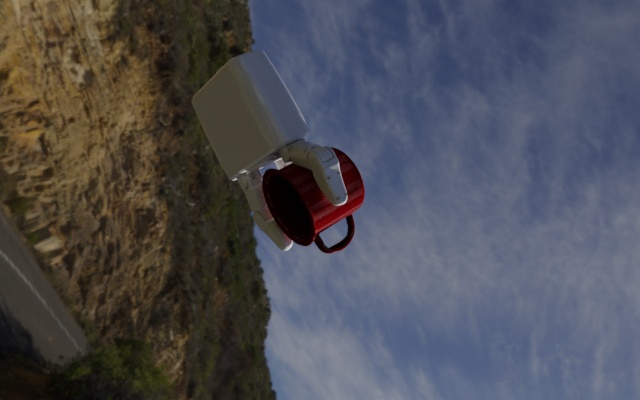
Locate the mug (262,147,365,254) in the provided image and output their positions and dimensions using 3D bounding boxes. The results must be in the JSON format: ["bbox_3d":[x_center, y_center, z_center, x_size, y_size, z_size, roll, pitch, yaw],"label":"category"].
[{"bbox_3d":[0.001,0.003,0.532,0.081,0.117,0.093,-30,3,-28],"label":"mug"}]
